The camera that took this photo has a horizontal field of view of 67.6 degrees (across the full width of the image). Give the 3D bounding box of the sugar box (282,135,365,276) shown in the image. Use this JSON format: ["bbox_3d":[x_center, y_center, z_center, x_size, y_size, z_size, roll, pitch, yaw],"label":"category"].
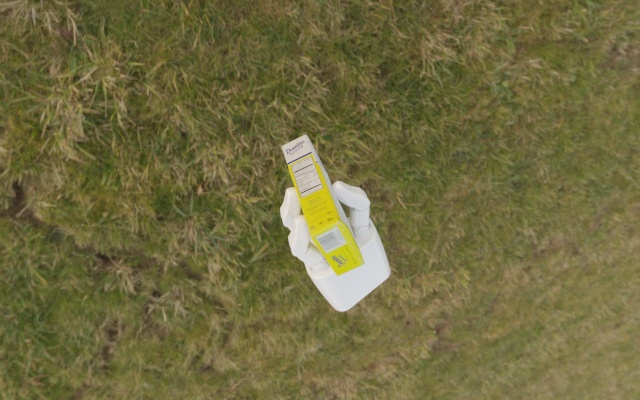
[{"bbox_3d":[0.000,0.002,0.626,0.048,0.176,0.093,-27,-46,3],"label":"sugar box"}]
